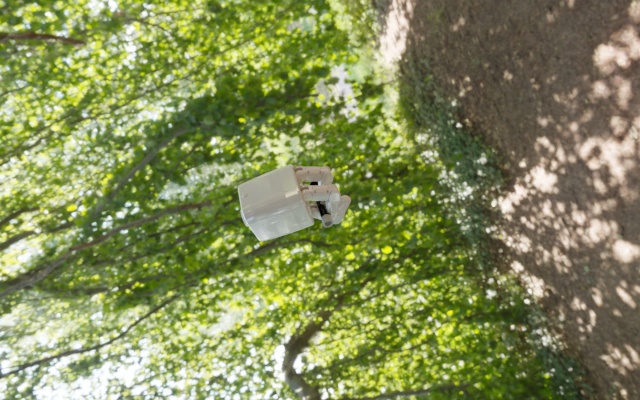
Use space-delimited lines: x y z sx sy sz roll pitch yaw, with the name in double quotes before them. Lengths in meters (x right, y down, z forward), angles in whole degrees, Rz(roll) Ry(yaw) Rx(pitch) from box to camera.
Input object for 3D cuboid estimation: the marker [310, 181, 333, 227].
"marker" 0.000 0.003 0.878 0.020 0.020 0.121 0 39 -17
